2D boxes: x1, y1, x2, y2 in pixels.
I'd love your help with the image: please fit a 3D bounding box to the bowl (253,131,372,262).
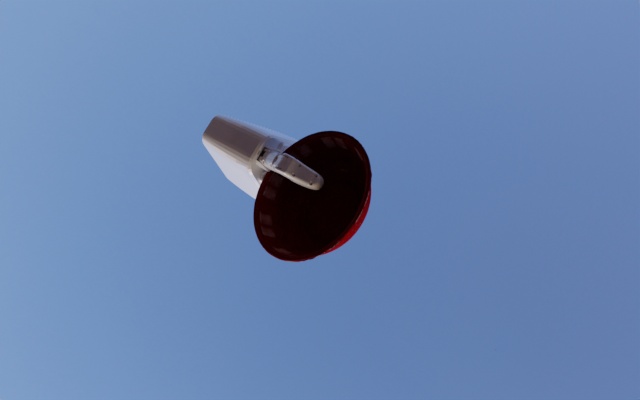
[{"bbox_3d":[0.001,0.003,0.554,0.162,0.162,0.055,0,-24,38],"label":"bowl"}]
